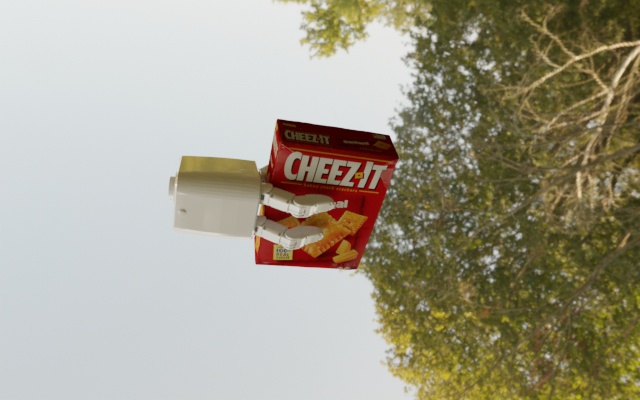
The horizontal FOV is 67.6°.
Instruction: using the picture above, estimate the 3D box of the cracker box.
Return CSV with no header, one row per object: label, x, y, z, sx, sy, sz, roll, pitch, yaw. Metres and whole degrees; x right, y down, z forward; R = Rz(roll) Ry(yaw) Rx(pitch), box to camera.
cracker box,0.000,0.002,0.687,0.164,0.214,0.072,6,37,-14
